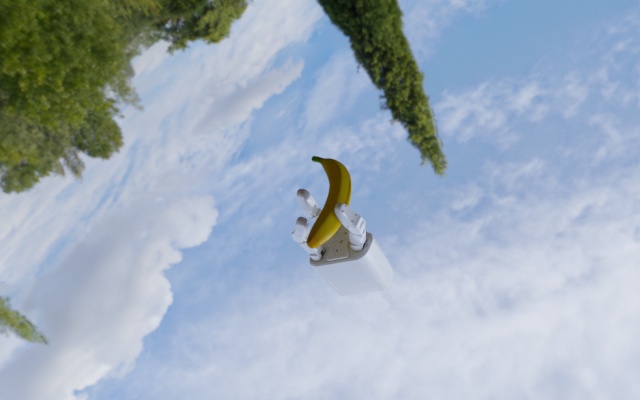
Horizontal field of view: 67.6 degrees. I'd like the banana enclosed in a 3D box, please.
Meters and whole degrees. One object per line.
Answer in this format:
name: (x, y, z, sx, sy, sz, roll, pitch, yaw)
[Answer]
banana: (0.017, -0.005, 0.772, 0.069, 0.197, 0.037, -16, -47, 19)
